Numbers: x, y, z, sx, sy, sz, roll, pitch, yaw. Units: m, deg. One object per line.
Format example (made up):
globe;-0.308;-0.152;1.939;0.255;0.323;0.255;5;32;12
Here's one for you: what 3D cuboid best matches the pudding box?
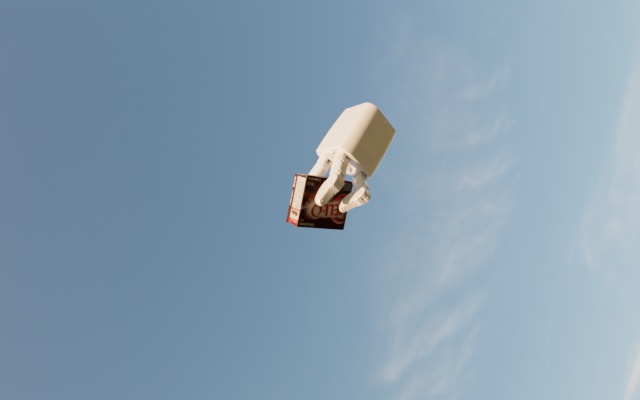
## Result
pudding box;0.000;0.003;0.836;0.113;0.090;0.039;6;7;-39
